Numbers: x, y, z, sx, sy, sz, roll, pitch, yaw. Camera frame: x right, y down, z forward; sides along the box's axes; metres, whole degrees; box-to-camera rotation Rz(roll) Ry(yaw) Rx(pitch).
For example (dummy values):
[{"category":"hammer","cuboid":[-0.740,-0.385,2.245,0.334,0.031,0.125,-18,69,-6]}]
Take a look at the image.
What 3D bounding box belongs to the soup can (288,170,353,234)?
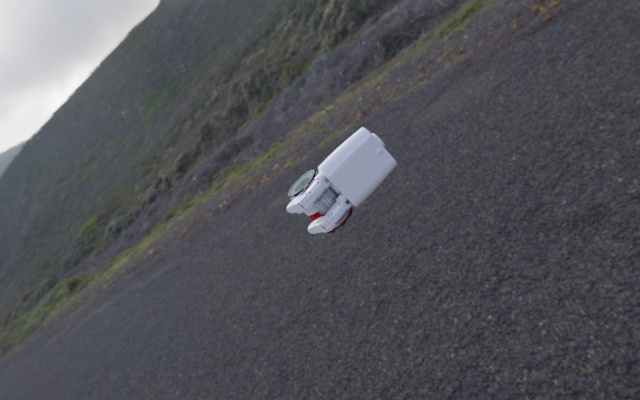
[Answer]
[{"category":"soup can","cuboid":[0.000,0.003,0.857,0.102,0.068,0.068,45,-18,-19]}]
